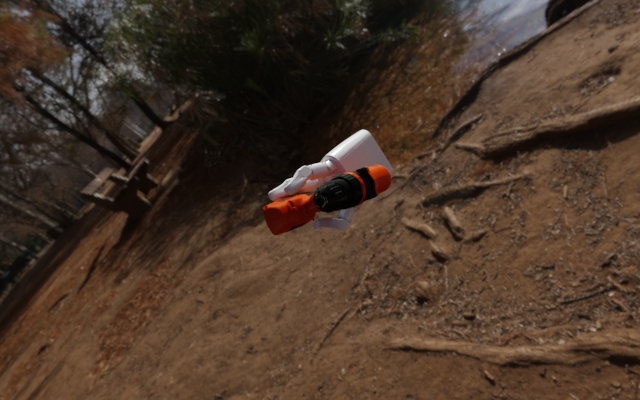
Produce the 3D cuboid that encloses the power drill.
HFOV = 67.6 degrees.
[{"bbox_3d":[0.000,0.002,0.752,0.188,0.057,0.184,-20,-1,37],"label":"power drill"}]
